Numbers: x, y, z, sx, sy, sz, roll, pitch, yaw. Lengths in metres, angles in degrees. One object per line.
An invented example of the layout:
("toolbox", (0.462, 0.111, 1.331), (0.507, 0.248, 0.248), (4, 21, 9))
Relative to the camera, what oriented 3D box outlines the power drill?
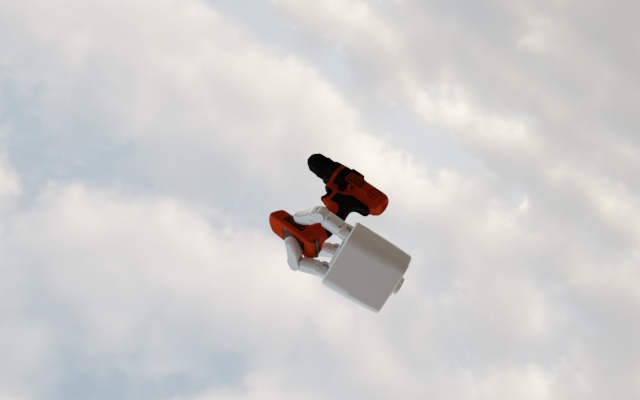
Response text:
("power drill", (0.000, 0.003, 0.851), (0.184, 0.057, 0.187), (35, 59, 28))
